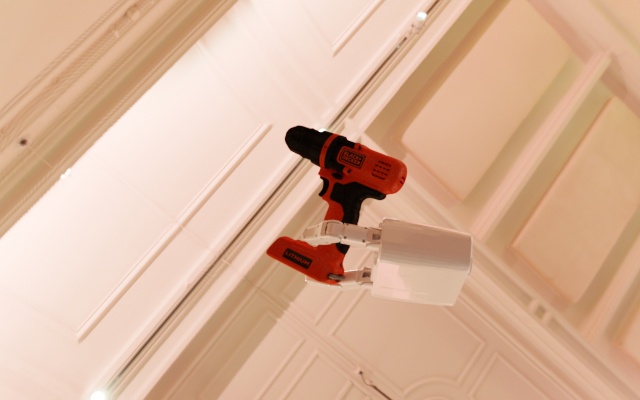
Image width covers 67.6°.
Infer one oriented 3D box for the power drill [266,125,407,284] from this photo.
[{"bbox_3d":[0.000,0.003,0.636,0.184,0.187,0.057,24,1,28],"label":"power drill"}]
